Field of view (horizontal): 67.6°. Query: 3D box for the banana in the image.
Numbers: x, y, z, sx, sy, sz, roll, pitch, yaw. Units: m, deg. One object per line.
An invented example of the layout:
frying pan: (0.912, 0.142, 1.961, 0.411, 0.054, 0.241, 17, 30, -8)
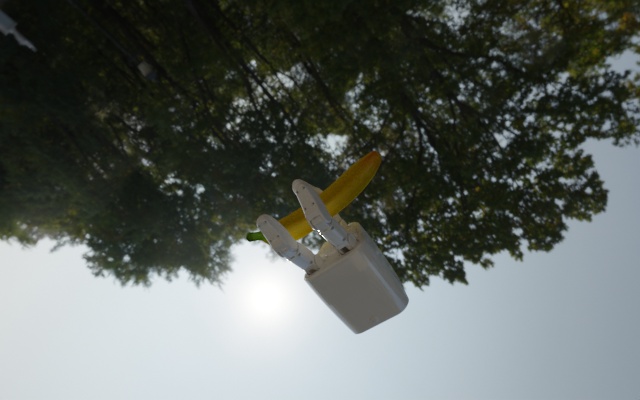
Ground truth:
banana: (0.001, 0.007, 0.619, 0.198, 0.037, 0.069, -35, -14, 3)
